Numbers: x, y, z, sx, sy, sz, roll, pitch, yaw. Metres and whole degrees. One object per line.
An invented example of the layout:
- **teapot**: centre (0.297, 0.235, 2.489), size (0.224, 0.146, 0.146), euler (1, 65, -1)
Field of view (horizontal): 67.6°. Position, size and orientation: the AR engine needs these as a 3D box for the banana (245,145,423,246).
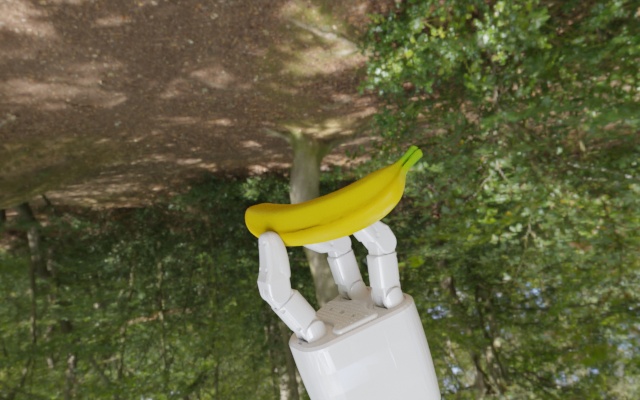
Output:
- **banana**: centre (-0.005, 0.010, 0.410), size (0.198, 0.037, 0.069), euler (-17, 22, 35)
